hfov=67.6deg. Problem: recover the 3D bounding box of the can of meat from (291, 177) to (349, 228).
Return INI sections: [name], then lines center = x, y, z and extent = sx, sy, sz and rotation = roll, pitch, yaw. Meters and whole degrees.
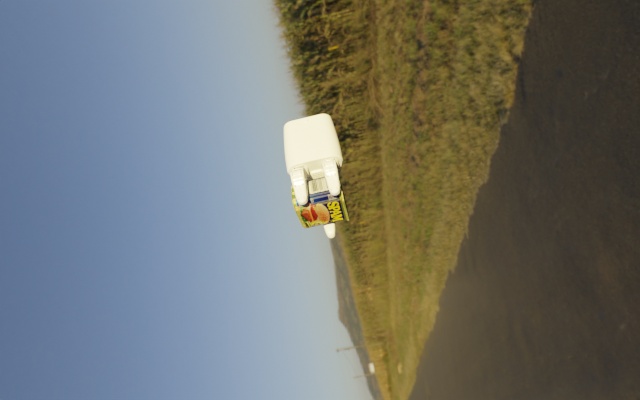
[can of meat]
center = 0.000, 0.003, 0.824
extent = 0.084, 0.057, 0.102
rotation = -12, -30, 4
